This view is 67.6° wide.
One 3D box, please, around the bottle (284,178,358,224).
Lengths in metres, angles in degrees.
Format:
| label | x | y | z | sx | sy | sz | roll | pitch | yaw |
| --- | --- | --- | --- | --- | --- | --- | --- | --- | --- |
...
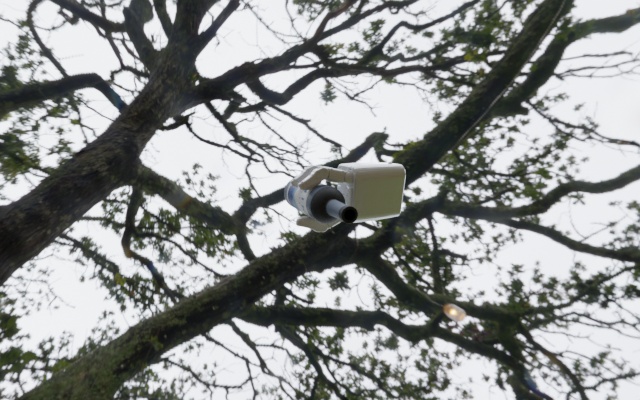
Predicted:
| label | x | y | z | sx | sy | sz | roll | pitch | yaw |
| --- | --- | --- | --- | --- | --- | --- | --- | --- | --- |
| bottle | 0.000 | 0.003 | 0.873 | 0.069 | 0.069 | 0.295 | 0 | 8 | -18 |
